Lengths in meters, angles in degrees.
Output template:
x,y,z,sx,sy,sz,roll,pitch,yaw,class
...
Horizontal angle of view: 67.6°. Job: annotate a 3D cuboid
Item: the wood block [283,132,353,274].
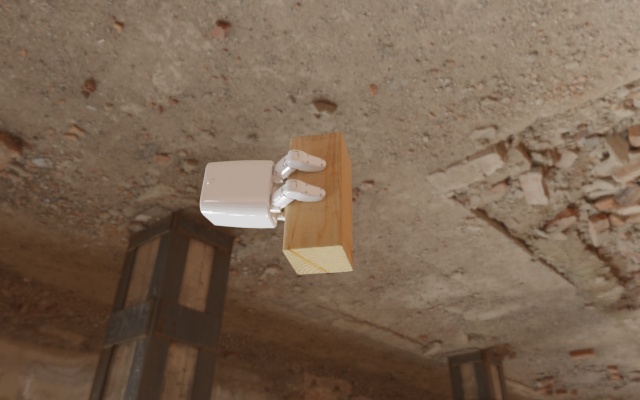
x,y,z,sx,sy,sz,roll,pitch,yaw,class
0.000,0.003,0.758,0.090,0.206,0.091,-6,-33,12,wood block
